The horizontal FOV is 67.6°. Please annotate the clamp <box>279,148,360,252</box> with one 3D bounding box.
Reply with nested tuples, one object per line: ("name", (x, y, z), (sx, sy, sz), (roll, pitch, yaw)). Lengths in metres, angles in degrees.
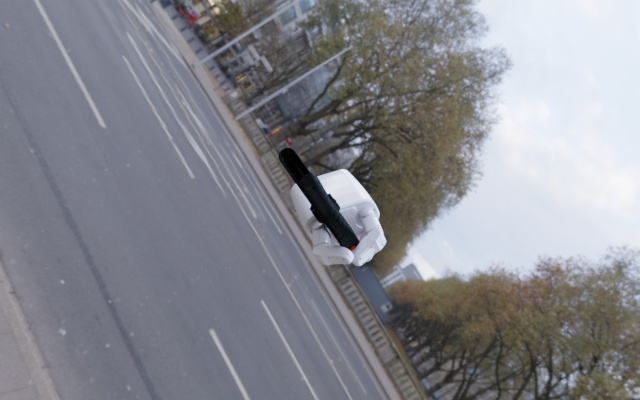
("clamp", (0.001, 0.002, 0.650), (0.039, 0.172, 0.120), (-30, 38, 2))
